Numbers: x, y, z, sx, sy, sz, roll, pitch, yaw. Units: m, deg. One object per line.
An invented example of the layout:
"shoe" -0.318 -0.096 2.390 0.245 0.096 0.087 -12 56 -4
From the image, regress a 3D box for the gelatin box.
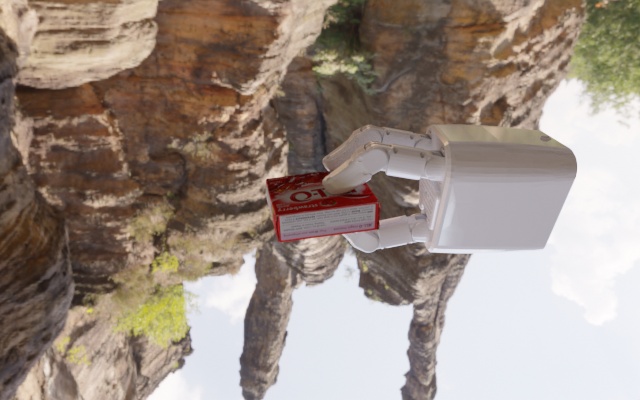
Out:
"gelatin box" 0.000 0.002 0.420 0.089 0.030 0.073 -7 28 -10
